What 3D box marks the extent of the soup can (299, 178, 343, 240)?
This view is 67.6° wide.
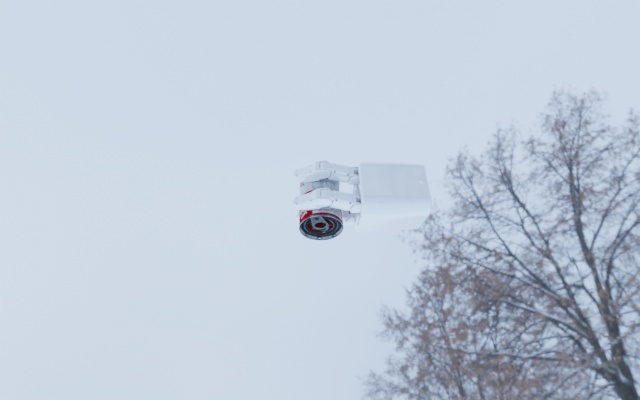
[{"bbox_3d":[0.000,0.002,0.760,0.068,0.102,0.069,-1,-37,-1],"label":"soup can"}]
